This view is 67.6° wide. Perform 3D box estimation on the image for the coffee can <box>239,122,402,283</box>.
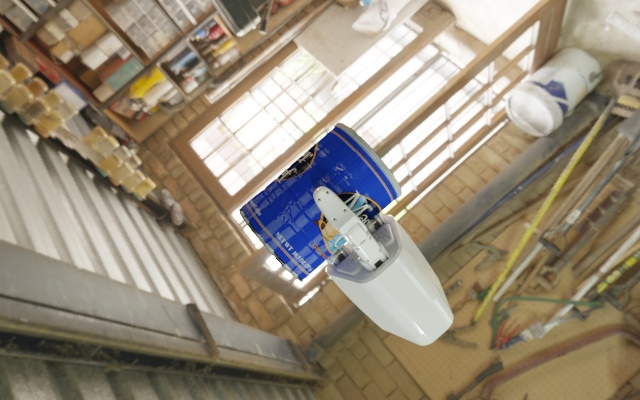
[{"bbox_3d":[0.000,0.001,0.505,0.140,0.103,0.103,-41,2,-2],"label":"coffee can"}]
